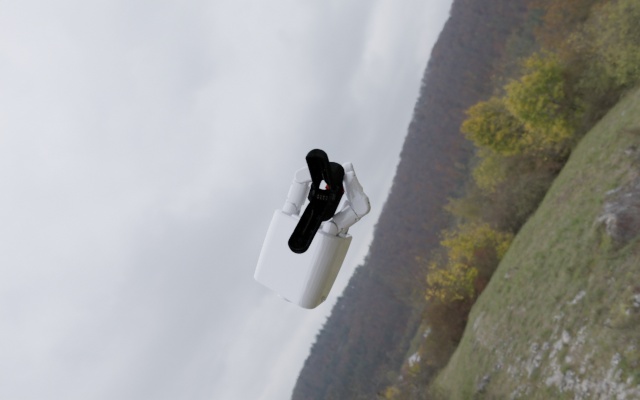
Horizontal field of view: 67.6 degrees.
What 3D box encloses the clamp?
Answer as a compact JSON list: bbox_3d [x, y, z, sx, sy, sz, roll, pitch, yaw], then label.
[{"bbox_3d":[0.000,0.002,0.596,0.039,0.120,0.171,21,5,14],"label":"clamp"}]
